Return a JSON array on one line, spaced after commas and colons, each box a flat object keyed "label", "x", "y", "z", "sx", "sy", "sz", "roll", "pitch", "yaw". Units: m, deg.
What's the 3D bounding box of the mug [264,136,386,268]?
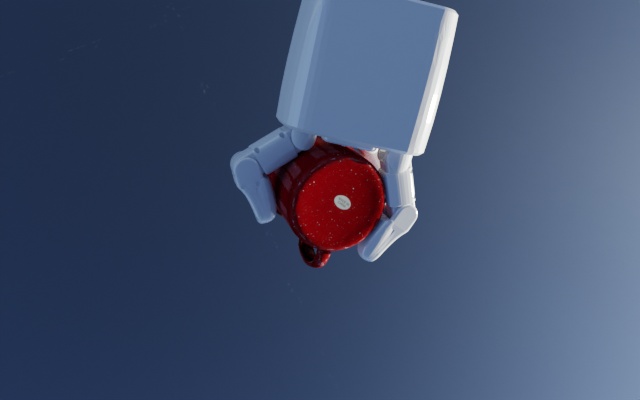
[{"label": "mug", "x": 0.000, "y": 0.003, "z": 0.403, "sx": 0.093, "sy": 0.117, "sz": 0.081, "roll": 5, "pitch": 18, "yaw": -21}]
